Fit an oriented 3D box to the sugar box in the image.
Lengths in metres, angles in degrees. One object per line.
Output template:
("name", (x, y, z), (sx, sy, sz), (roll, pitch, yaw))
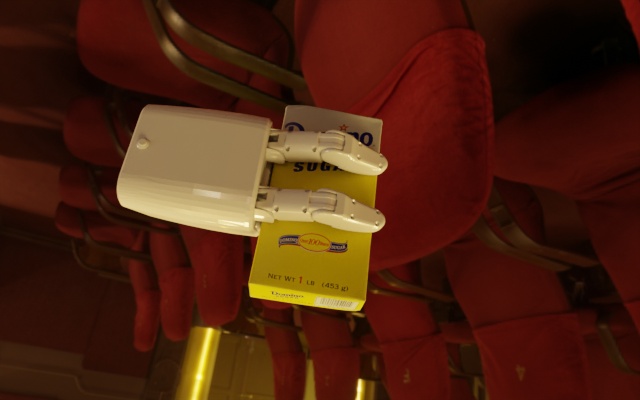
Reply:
("sugar box", (0.000, 0.001, 0.416), (0.093, 0.176, 0.048), (9, -25, -2))
